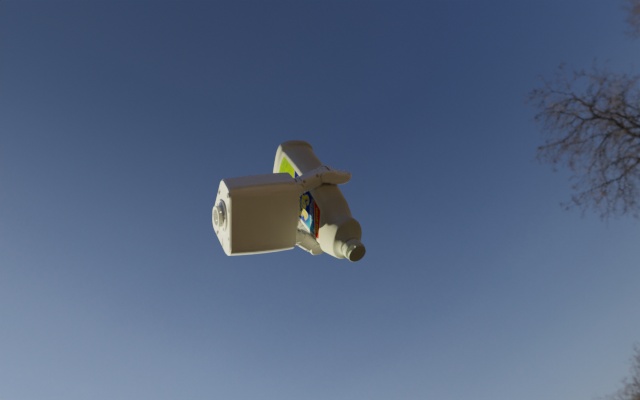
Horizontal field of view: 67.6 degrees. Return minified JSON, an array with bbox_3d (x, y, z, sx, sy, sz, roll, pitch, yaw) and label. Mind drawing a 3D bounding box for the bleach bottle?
[{"bbox_3d":[0.000,0.003,0.768,0.068,0.103,0.250,-5,35,-28],"label":"bleach bottle"}]
